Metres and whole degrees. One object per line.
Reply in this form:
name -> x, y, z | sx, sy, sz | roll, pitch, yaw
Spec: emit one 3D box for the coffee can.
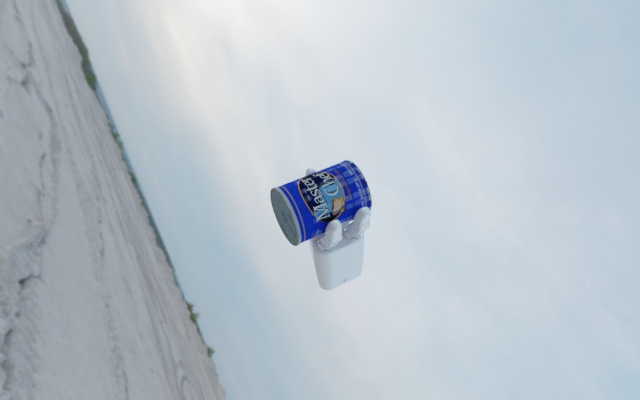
coffee can -> 0.000, 0.003, 0.802 | 0.140, 0.103, 0.103 | -23, 8, -19
